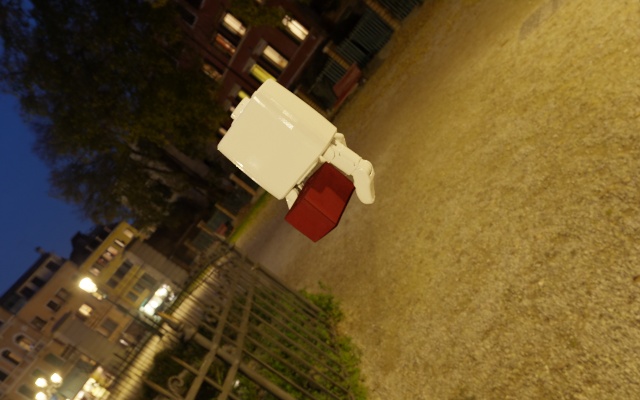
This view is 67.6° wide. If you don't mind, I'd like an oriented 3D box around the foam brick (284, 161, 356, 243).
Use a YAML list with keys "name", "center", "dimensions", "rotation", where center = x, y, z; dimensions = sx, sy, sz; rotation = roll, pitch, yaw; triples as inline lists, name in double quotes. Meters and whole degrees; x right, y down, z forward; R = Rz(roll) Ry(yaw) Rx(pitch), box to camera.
- name: "foam brick"
  center: [0.000, 0.002, 0.591]
  dimensions: [0.051, 0.078, 0.053]
  rotation: [38, -45, -10]
